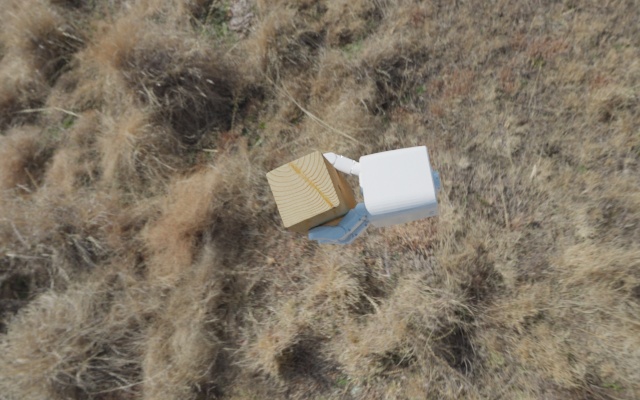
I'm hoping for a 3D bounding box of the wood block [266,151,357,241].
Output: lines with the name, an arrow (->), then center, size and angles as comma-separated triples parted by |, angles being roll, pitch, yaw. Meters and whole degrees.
wood block -> 0.000, 0.002, 0.781 | 0.090, 0.090, 0.206 | -23, -16, 10
